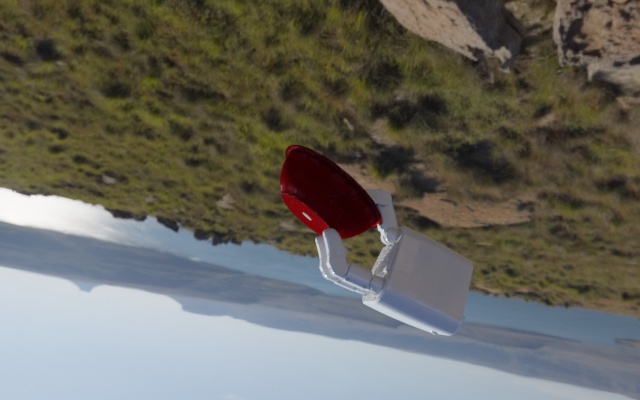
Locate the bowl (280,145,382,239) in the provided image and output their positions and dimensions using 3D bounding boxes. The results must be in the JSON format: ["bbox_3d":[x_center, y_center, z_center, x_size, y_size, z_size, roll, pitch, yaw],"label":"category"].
[{"bbox_3d":[-0.001,0.002,0.629,0.162,0.055,0.162,37,-16,12],"label":"bowl"}]
